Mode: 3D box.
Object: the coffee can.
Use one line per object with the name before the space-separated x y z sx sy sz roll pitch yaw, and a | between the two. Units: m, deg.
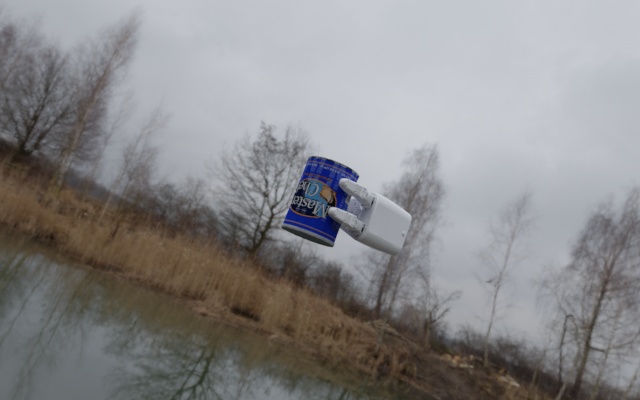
coffee can | 0.000 0.003 0.879 0.103 0.140 0.103 20 -10 4
